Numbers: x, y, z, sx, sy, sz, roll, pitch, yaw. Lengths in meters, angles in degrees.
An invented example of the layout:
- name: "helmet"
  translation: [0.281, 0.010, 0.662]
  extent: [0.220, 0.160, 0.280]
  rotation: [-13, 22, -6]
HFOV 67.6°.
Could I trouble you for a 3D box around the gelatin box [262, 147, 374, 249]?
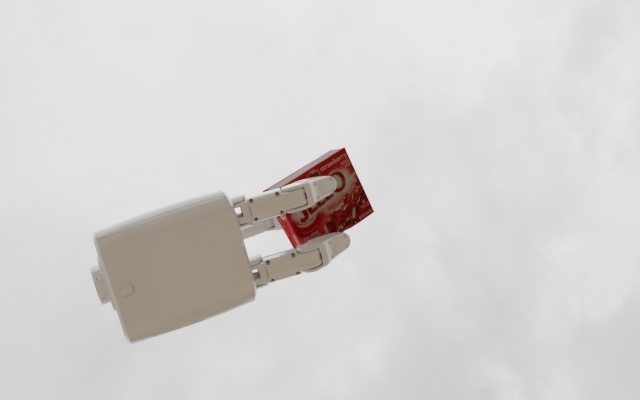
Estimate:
- name: "gelatin box"
  translation: [0.000, 0.001, 0.460]
  extent: [0.089, 0.073, 0.030]
  rotation: [-33, 16, -25]
